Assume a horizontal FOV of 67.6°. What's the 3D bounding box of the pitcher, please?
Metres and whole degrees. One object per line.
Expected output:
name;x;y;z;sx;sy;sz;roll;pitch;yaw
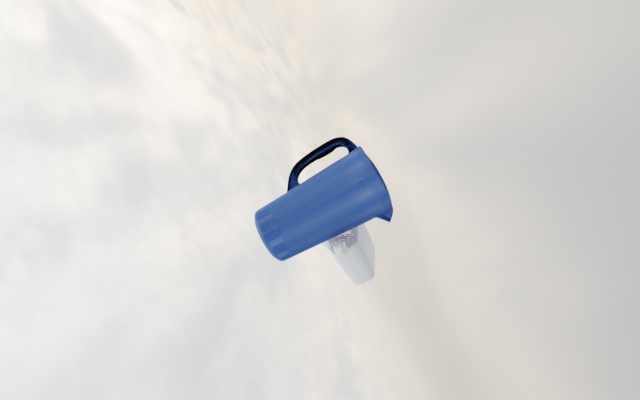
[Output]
pitcher;0.000;0.003;0.887;0.243;0.145;0.149;-28;33;5
